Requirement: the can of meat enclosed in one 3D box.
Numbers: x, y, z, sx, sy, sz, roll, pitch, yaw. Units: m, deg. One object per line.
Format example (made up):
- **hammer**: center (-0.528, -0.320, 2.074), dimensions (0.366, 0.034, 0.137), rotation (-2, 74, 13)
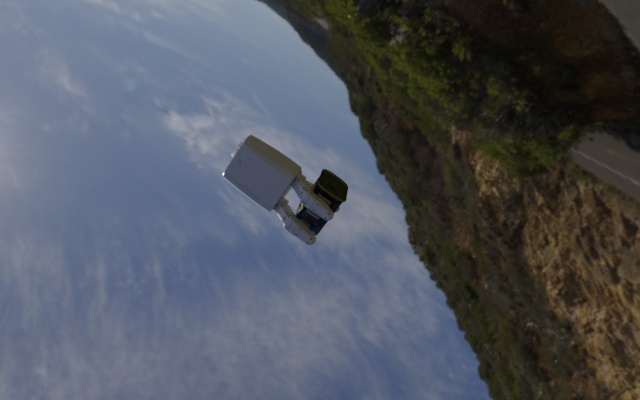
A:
- **can of meat**: center (0.000, 0.003, 0.838), dimensions (0.057, 0.084, 0.102), rotation (35, 20, -7)
